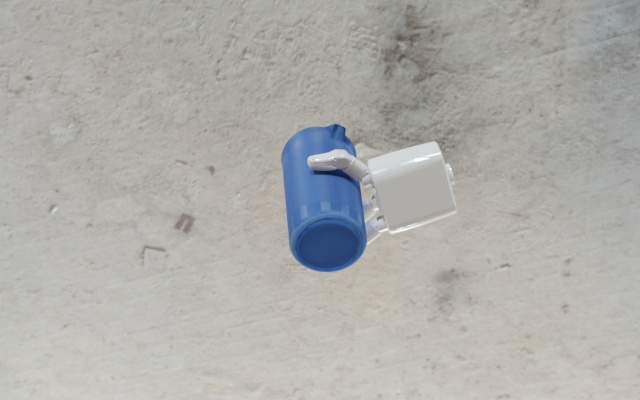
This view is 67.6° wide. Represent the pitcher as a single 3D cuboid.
[{"bbox_3d":[0.000,0.002,0.752,0.145,0.149,0.242,-17,34,8],"label":"pitcher"}]
